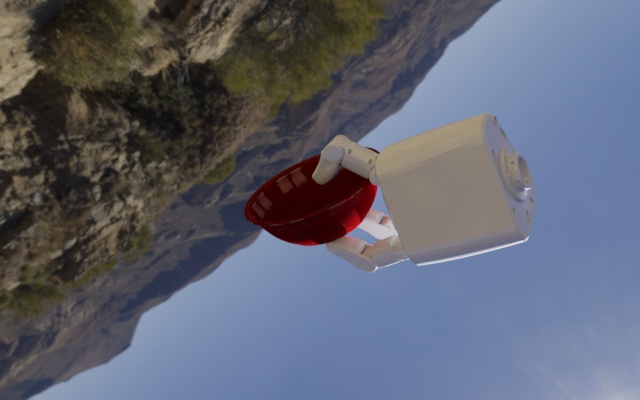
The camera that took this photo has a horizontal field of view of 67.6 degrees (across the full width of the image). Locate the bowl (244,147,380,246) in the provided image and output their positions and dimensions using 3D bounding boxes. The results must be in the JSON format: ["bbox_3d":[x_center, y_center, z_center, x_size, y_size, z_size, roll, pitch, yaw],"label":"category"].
[{"bbox_3d":[-0.001,0.002,0.528,0.162,0.055,0.162,-20,24,9],"label":"bowl"}]
